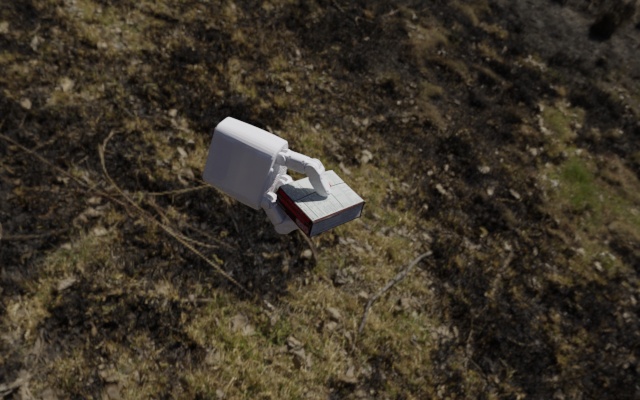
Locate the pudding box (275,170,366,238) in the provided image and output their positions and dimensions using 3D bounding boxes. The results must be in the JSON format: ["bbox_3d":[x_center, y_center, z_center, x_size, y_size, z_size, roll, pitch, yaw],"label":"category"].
[{"bbox_3d":[0.000,0.002,0.749,0.113,0.039,0.090,-21,53,-34],"label":"pudding box"}]
